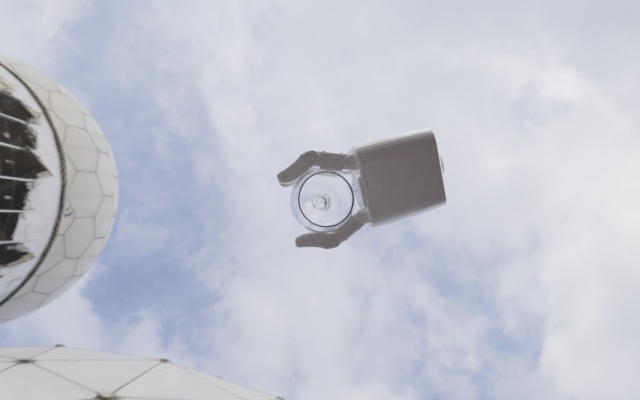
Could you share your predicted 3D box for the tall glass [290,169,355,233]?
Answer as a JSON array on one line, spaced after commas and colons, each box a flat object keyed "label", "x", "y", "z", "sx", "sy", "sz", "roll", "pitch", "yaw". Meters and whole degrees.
[{"label": "tall glass", "x": 0.000, "y": 0.002, "z": 0.618, "sx": 0.079, "sy": 0.079, "sz": 0.201, "roll": 0, "pitch": -2, "yaw": -3}]
